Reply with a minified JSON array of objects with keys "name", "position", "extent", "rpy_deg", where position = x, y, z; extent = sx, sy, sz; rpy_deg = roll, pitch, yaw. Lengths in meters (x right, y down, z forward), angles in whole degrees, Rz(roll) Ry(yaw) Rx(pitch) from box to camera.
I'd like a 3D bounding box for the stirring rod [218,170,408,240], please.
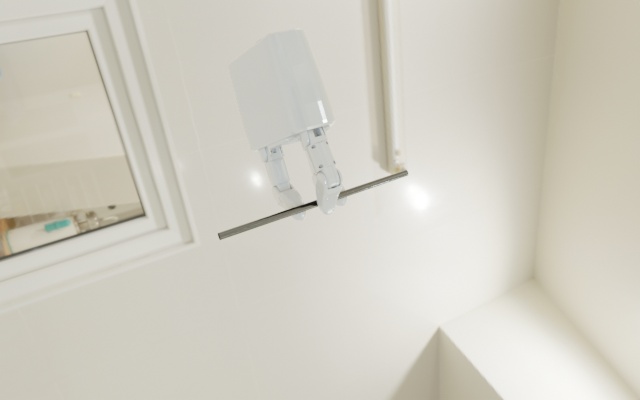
[{"name":"stirring rod","position":[0.000,0.002,0.541],"extent":[0.239,0.011,0.011],"rpy_deg":[-19,7,-22]}]
